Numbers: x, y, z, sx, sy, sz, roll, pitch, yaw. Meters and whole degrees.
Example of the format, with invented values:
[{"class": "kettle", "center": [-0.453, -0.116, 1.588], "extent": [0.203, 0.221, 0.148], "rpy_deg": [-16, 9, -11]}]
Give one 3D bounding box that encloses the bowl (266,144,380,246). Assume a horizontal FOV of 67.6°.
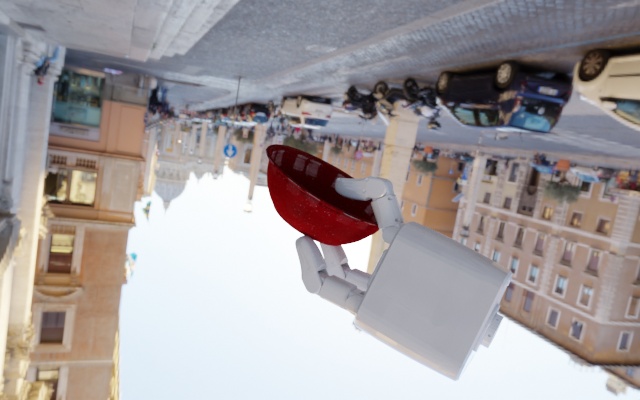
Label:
[{"class": "bowl", "center": [-0.001, 0.001, 0.532], "extent": [0.162, 0.055, 0.162], "rpy_deg": [28, 17, -10]}]
